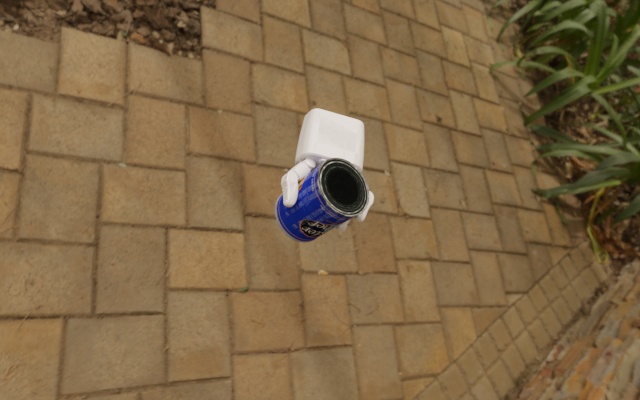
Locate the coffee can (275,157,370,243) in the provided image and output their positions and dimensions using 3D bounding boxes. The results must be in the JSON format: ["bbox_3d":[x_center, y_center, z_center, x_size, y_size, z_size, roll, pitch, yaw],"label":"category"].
[{"bbox_3d":[0.000,0.003,0.813,0.103,0.102,0.140,0,-21,-36],"label":"coffee can"}]
